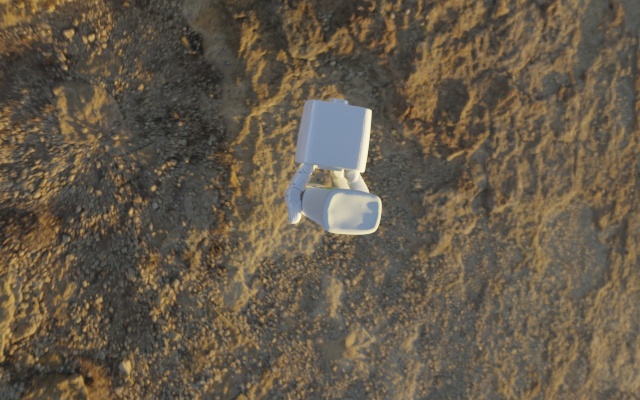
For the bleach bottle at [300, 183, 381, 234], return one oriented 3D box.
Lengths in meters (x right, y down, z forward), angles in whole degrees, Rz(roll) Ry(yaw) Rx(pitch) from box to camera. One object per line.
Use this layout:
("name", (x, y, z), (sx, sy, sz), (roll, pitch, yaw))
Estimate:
("bleach bottle", (0.000, 0.003, 0.823), (0.102, 0.068, 0.251), (6, 5, -25))
